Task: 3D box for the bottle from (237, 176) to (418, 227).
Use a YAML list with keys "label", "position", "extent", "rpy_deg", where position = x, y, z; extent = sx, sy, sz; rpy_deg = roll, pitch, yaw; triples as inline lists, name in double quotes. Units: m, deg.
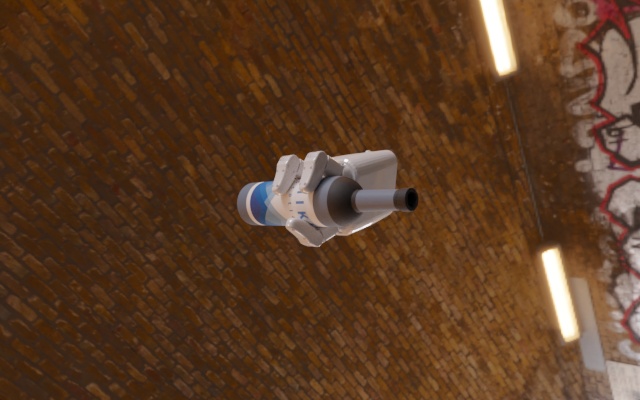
- label: "bottle"
  position: [0.000, 0.002, 0.646]
  extent: [0.296, 0.069, 0.069]
  rpy_deg: [-2, -1, 45]
